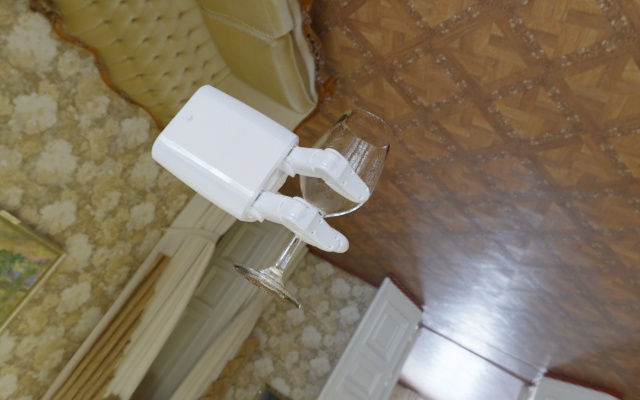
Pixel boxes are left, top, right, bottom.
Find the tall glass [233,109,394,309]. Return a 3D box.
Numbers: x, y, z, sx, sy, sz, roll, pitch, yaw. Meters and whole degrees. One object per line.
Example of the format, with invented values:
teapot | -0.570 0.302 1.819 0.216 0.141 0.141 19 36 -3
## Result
tall glass | 0.000 0.002 0.477 0.079 0.201 0.079 29 -20 12
